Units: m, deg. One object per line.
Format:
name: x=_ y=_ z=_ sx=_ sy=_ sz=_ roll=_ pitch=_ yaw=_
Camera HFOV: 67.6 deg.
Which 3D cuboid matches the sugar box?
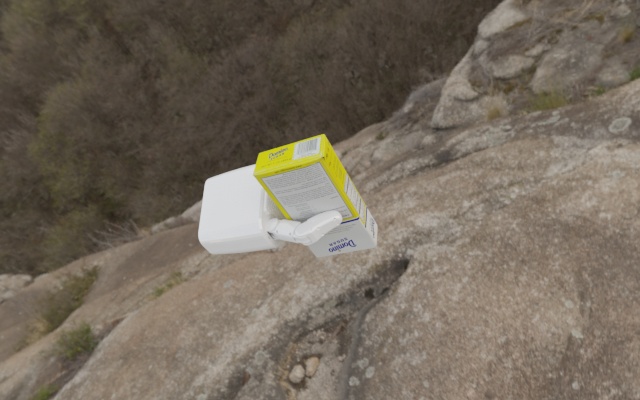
sugar box: x=0.000 y=0.002 z=0.612 sx=0.093 sy=0.048 sz=0.176 roll=-12 pitch=-43 yaw=22
